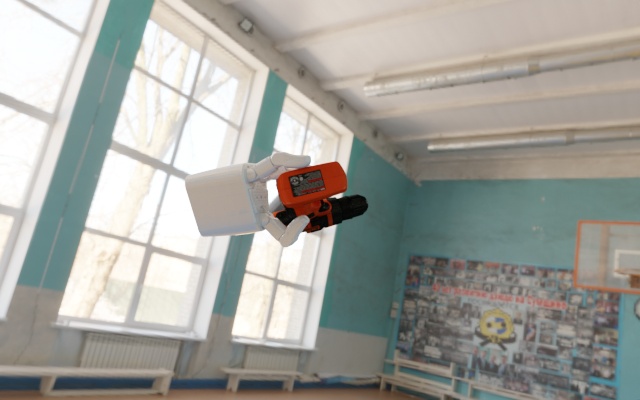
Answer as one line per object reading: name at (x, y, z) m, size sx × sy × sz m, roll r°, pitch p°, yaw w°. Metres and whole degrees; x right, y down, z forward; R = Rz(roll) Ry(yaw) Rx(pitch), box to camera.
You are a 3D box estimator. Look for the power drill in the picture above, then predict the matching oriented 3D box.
power drill at (0.000, 0.002, 0.797) m, size 0.184 × 0.057 × 0.188 m, roll -15°, pitch -21°, yaw -8°
